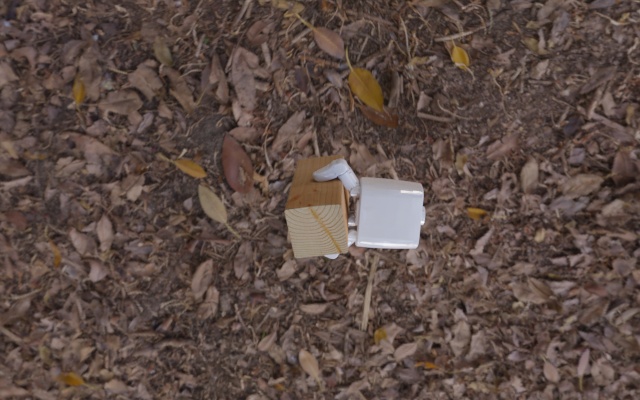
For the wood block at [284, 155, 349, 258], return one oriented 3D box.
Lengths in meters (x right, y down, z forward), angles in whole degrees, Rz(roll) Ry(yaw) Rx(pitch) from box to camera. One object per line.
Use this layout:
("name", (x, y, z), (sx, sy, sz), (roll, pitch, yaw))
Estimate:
("wood block", (0.000, 0.002, 0.833), (0.090, 0.091, 0.206), (-6, 26, 7))
